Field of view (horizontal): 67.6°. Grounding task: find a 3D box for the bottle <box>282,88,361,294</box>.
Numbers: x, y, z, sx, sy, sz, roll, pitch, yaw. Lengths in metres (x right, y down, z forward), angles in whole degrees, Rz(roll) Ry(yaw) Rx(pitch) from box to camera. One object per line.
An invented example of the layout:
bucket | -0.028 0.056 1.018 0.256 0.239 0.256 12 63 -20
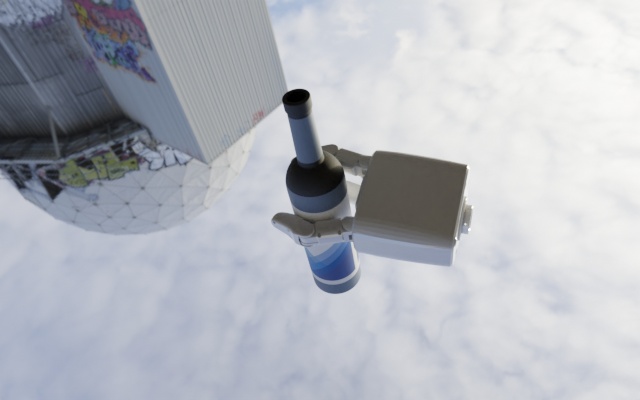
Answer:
bottle | 0.000 0.002 0.553 0.069 0.069 0.296 0 -42 12
